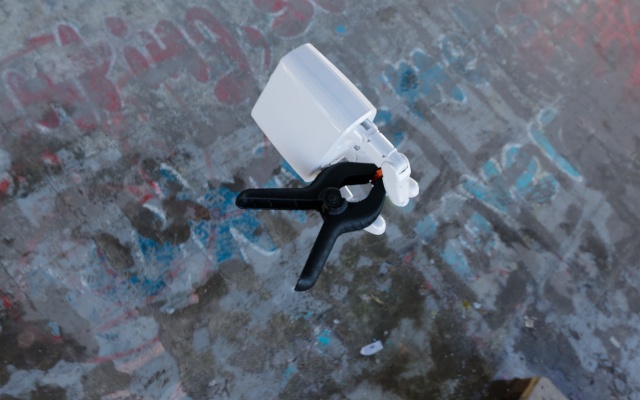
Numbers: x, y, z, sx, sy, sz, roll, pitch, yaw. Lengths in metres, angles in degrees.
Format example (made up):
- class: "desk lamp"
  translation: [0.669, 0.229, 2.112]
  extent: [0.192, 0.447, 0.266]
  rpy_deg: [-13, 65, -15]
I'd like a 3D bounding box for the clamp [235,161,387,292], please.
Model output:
- class: "clamp"
  translation: [0.000, 0.001, 0.503]
  extent: [0.171, 0.120, 0.039]
  rpy_deg: [-39, -8, -28]
